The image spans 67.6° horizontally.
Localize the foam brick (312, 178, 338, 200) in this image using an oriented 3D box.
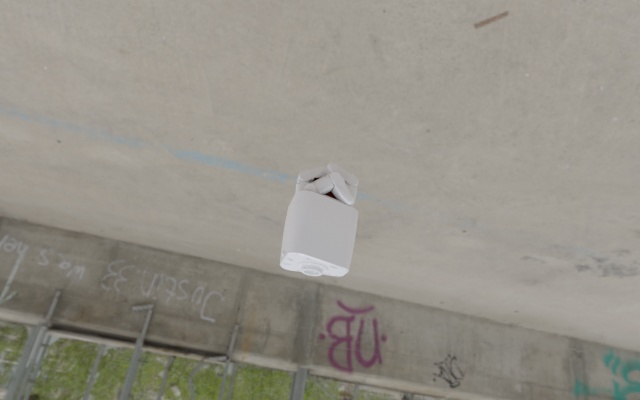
[{"bbox_3d":[0.000,0.003,0.839,0.053,0.051,0.078,14,-25,-10],"label":"foam brick"}]
